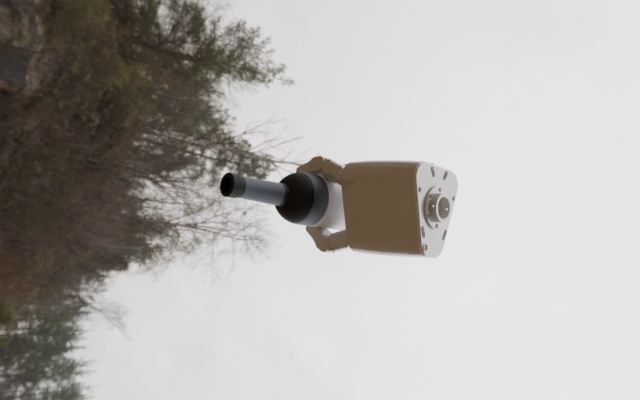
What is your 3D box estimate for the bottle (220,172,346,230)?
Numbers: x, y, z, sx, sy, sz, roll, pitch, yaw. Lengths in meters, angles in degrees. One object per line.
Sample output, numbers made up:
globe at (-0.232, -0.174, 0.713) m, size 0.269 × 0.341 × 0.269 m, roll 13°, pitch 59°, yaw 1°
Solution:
bottle at (0.000, 0.002, 0.628) m, size 0.069 × 0.069 × 0.296 m, roll 0°, pitch -8°, yaw 45°
